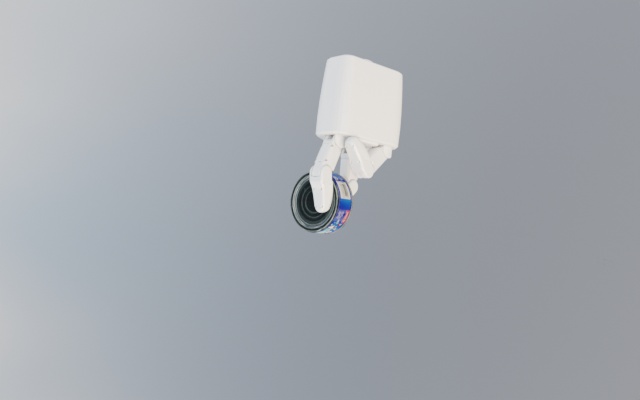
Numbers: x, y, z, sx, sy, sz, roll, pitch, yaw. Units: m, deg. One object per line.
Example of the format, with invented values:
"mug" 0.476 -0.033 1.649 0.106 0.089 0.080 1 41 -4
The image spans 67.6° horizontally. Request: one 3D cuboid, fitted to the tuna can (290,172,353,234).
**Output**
"tuna can" 0.000 0.002 0.649 0.086 0.086 0.034 0 -4 39
